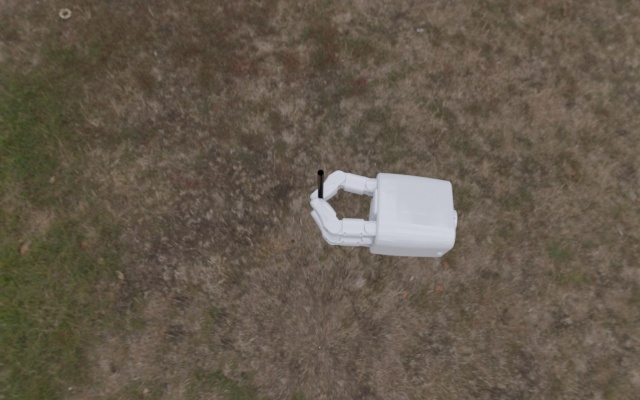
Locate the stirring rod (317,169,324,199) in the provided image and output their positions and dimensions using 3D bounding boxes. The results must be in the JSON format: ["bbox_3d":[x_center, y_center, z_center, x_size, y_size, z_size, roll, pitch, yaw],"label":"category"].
[{"bbox_3d":[0.000,0.002,0.682,0.011,0.011,0.240,0,-17,0],"label":"stirring rod"}]
